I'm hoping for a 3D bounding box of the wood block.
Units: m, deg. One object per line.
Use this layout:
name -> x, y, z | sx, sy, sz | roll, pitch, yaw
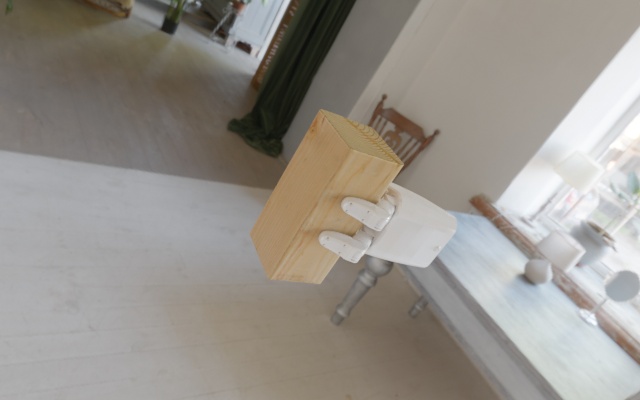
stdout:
wood block -> 0.000, 0.002, 0.616 | 0.090, 0.206, 0.090 | 12, 32, -36
